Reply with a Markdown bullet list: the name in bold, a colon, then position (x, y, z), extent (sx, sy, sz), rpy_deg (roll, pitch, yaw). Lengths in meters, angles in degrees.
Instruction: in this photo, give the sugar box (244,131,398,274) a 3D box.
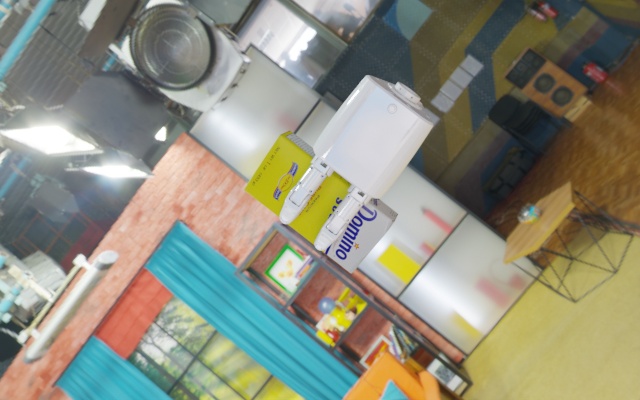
- **sugar box**: position (0.000, 0.002, 0.606), extent (0.176, 0.093, 0.048), rpy_deg (38, 22, 5)
